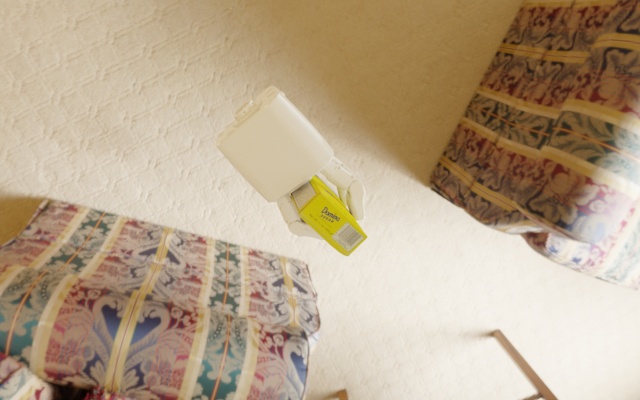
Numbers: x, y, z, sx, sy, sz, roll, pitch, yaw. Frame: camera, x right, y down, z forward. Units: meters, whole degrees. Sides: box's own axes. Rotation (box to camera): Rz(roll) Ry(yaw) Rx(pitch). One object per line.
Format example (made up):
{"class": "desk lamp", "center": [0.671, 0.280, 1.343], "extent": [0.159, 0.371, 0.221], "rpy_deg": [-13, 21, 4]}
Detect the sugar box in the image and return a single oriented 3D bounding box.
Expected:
{"class": "sugar box", "center": [0.000, 0.002, 0.669], "extent": [0.093, 0.048, 0.176], "rpy_deg": [44, 9, -23]}
